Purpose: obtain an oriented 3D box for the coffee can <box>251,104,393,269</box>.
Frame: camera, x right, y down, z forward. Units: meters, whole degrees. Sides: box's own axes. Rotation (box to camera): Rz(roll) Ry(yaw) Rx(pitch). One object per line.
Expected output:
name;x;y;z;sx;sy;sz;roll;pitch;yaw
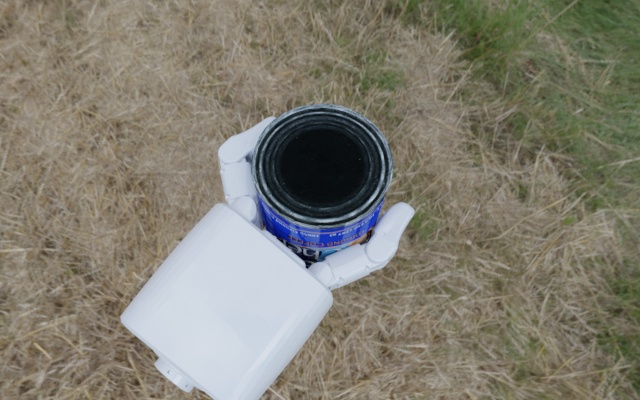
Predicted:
coffee can;0.000;0.001;0.405;0.103;0.102;0.140;0;-24;-1
